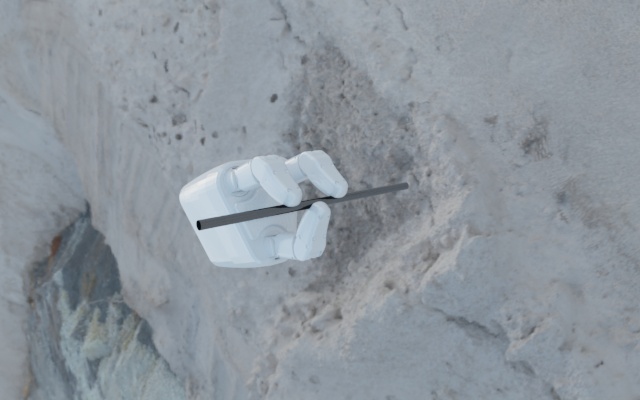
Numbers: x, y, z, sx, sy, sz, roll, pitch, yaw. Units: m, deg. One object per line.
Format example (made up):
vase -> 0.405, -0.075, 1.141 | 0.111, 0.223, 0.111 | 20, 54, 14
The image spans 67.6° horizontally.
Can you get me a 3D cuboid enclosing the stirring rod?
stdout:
stirring rod -> 0.000, 0.001, 0.433 | 0.239, 0.011, 0.011 | -11, 7, -40
